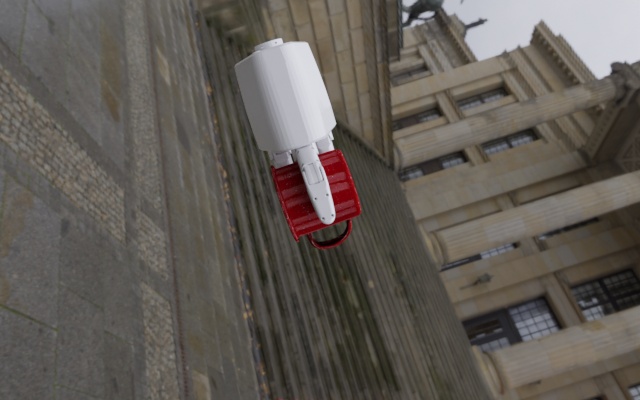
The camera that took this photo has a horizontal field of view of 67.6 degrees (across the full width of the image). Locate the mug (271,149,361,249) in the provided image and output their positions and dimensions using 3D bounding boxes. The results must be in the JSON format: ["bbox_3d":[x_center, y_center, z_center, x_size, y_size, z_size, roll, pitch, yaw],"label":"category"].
[{"bbox_3d":[0.001,0.003,0.551,0.081,0.117,0.093,-19,17,0],"label":"mug"}]
